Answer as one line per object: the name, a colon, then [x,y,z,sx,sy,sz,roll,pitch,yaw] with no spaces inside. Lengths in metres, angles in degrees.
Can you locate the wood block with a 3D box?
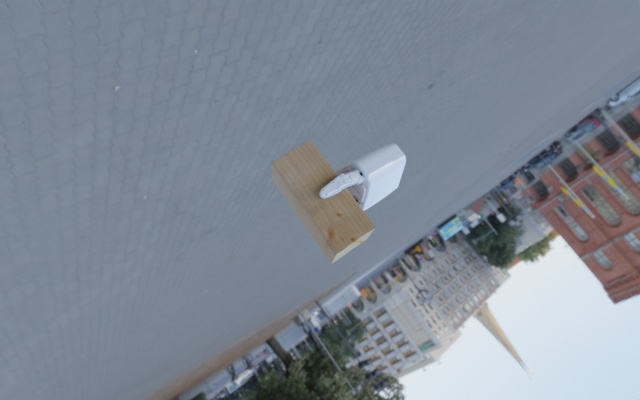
wood block: [0.001,0.003,0.900,0.090,0.206,0.091,-33,-13,-15]
